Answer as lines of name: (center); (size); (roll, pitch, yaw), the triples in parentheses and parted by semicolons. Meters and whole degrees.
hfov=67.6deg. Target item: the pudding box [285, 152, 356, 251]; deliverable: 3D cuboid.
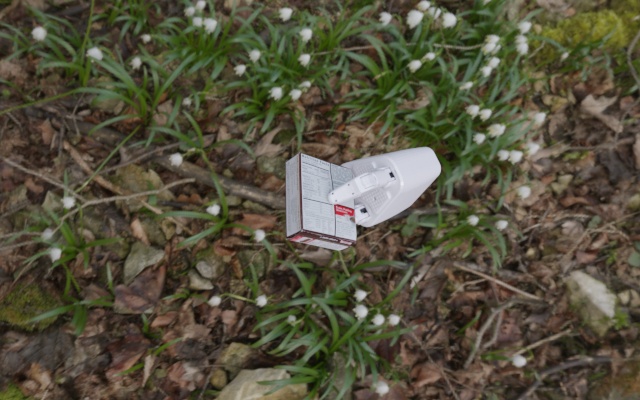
pudding box: (0.000, 0.002, 0.620); (0.090, 0.113, 0.039); (15, -31, -33)
